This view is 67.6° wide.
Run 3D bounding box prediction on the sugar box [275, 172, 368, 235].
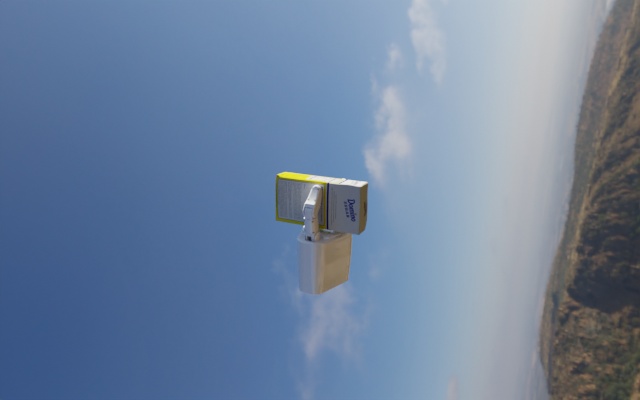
[{"bbox_3d":[0.000,0.003,0.893,0.176,0.093,0.048,8,18,23],"label":"sugar box"}]
